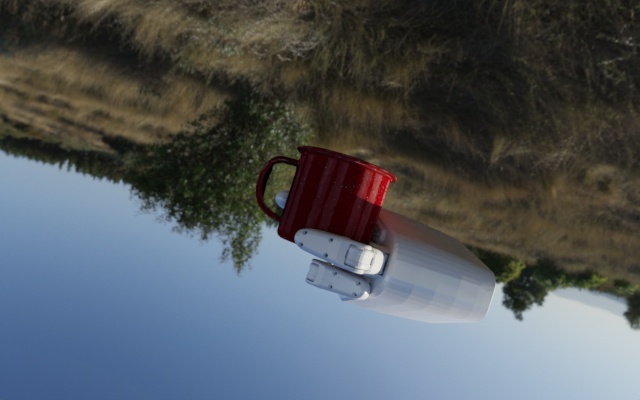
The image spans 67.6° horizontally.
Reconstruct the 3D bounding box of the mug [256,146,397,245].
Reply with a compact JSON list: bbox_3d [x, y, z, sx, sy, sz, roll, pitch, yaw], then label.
[{"bbox_3d":[-0.001,0.001,0.421,0.117,0.081,0.093,19,-3,-13],"label":"mug"}]
